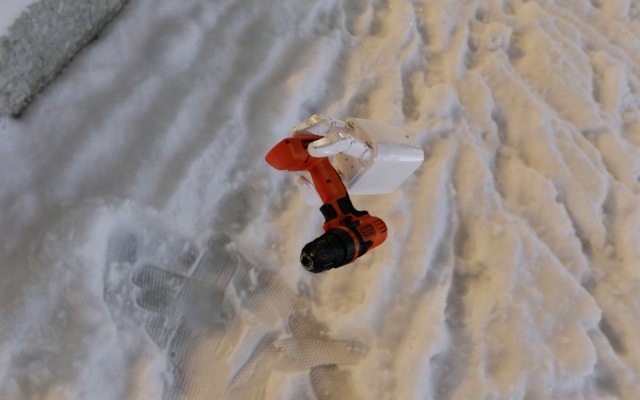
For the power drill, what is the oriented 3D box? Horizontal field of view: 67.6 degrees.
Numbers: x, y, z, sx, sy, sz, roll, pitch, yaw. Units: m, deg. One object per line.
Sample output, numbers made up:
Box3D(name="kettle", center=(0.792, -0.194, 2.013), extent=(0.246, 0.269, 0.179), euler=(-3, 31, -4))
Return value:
Box3D(name="power drill", center=(0.000, 0.002, 0.659), extent=(0.057, 0.187, 0.184), euler=(-36, -12, 32))
